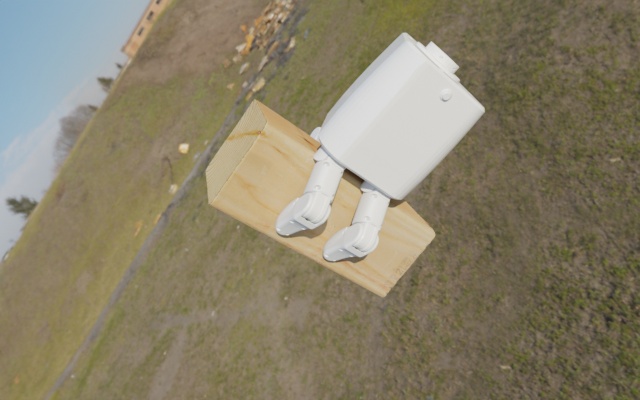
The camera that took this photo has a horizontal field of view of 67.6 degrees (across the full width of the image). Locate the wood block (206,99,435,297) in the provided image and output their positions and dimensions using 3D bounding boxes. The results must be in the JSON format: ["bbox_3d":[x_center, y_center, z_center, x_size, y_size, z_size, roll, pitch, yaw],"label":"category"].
[{"bbox_3d":[0.000,0.001,0.476,0.206,0.090,0.090,32,13,-25],"label":"wood block"}]
